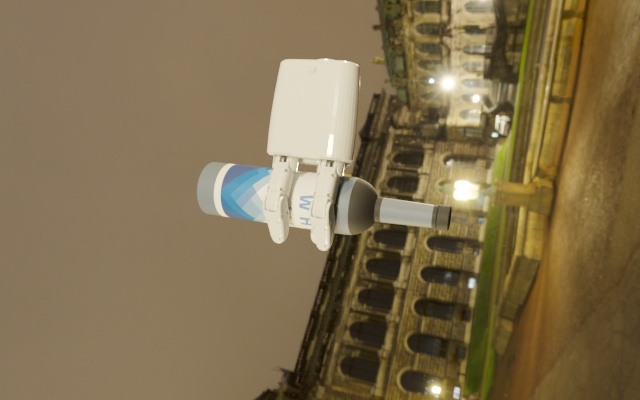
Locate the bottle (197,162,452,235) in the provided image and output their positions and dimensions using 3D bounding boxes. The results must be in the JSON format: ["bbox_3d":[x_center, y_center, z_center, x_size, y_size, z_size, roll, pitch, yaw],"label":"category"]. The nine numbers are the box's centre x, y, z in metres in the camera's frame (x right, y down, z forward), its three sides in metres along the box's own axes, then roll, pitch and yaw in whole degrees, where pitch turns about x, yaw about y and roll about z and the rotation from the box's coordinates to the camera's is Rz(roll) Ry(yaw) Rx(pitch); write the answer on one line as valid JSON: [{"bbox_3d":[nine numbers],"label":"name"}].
[{"bbox_3d":[0.000,0.002,0.557,0.295,0.069,0.069,7,2,19],"label":"bottle"}]
